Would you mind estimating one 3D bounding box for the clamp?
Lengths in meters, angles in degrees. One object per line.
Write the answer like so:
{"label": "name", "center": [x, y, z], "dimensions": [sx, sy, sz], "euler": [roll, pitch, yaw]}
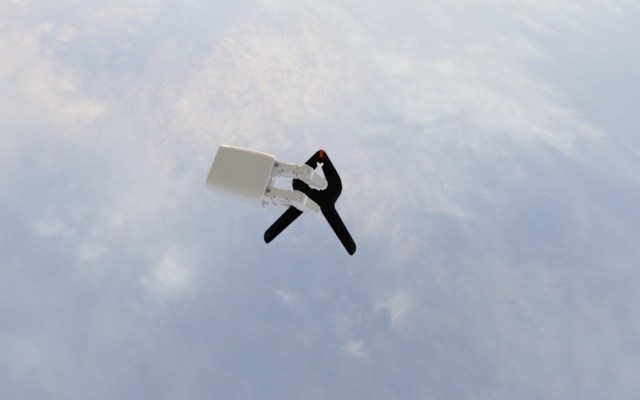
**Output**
{"label": "clamp", "center": [0.000, 0.003, 0.883], "dimensions": [0.164, 0.210, 0.036], "euler": [15, -28, -1]}
